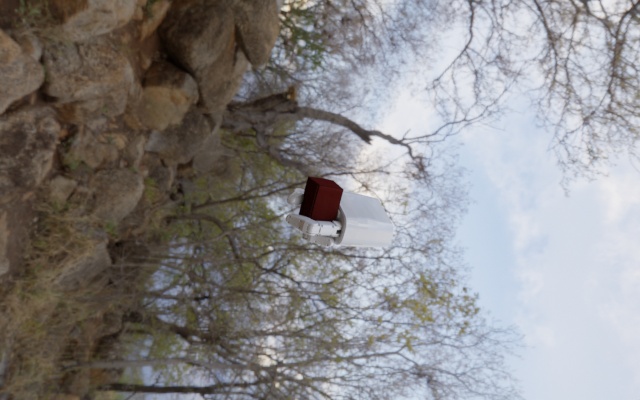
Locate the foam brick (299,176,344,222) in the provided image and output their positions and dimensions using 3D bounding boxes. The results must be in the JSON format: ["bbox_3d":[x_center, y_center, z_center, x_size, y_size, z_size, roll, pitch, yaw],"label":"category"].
[{"bbox_3d":[0.000,0.003,0.852,0.051,0.078,0.053,7,19,-24],"label":"foam brick"}]
